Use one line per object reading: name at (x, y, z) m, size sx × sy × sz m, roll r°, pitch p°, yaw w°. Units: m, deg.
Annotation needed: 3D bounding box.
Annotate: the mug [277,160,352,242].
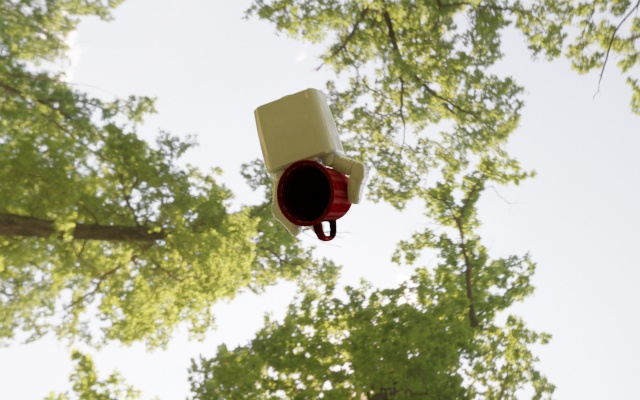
mug at (0.001, 0.004, 0.694) m, size 0.093 × 0.117 × 0.081 m, roll -21°, pitch -11°, yaw 27°
